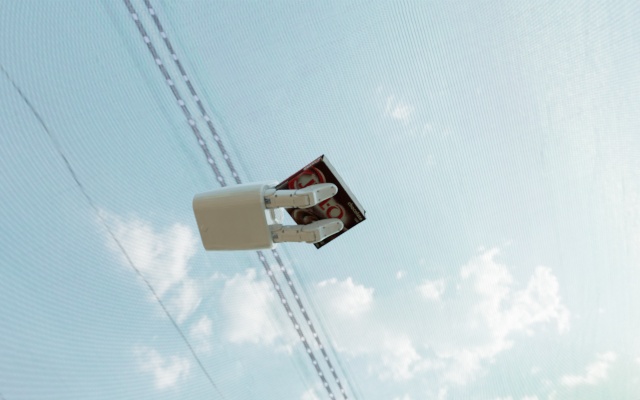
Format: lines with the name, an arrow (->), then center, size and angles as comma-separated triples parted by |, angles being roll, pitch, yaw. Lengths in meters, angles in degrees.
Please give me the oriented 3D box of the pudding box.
pudding box -> 0.000, 0.002, 0.700 | 0.090, 0.113, 0.039 | -33, 17, 18
